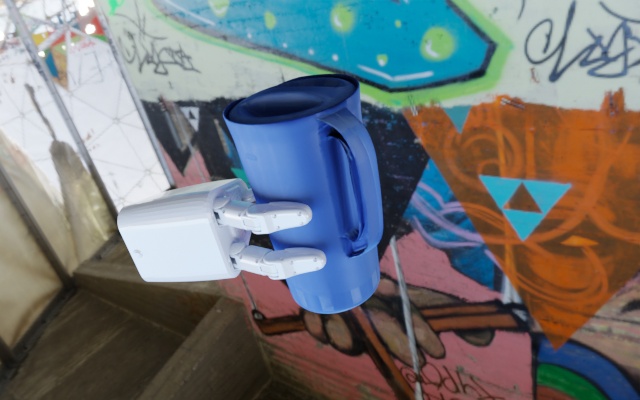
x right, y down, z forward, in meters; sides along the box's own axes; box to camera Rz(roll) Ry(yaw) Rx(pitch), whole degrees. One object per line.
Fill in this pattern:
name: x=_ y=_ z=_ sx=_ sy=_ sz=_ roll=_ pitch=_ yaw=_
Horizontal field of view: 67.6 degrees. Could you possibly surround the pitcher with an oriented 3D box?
pitcher: x=0.000 y=0.002 z=0.501 sx=0.145 sy=0.243 sz=0.149 roll=-6 pitch=30 yaw=13
